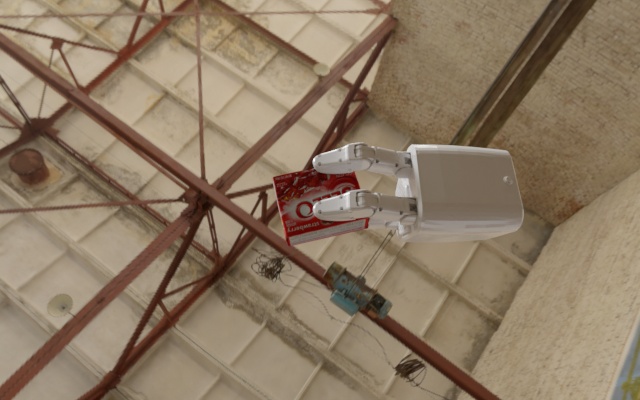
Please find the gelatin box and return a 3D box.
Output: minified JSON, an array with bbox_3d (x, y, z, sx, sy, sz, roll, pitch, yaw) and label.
[{"bbox_3d":[0.000,0.002,0.504,0.089,0.073,0.030,-13,-27,-4],"label":"gelatin box"}]
